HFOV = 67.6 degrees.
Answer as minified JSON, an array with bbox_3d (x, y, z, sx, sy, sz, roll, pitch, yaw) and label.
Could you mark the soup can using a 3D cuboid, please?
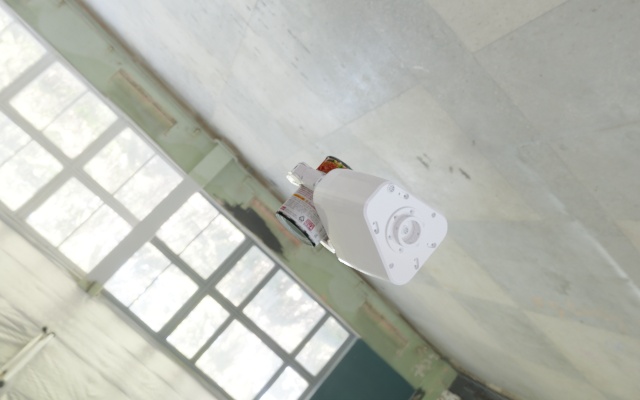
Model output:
[{"bbox_3d":[0.000,0.002,0.614,0.068,0.102,0.068,40,-13,11],"label":"soup can"}]
